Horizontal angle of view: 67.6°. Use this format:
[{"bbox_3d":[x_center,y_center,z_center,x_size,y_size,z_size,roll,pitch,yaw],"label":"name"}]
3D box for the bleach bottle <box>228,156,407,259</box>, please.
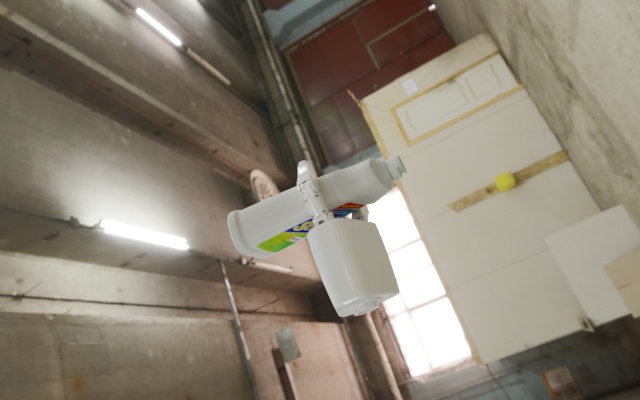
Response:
[{"bbox_3d":[0.000,0.002,0.675,0.251,0.068,0.102,-26,-23,15],"label":"bleach bottle"}]
